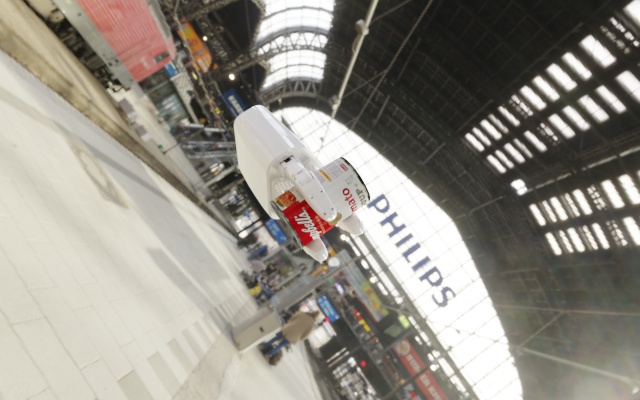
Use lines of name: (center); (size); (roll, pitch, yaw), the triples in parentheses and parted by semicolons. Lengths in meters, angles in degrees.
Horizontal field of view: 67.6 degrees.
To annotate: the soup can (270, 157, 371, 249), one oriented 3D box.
soup can: (0.001, 0.002, 0.571); (0.102, 0.068, 0.068); (-34, 6, -9)
